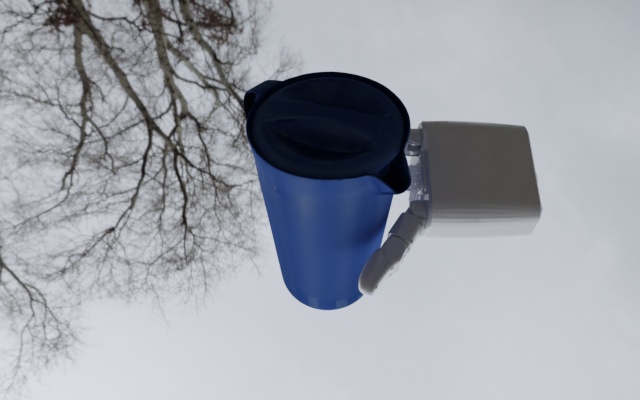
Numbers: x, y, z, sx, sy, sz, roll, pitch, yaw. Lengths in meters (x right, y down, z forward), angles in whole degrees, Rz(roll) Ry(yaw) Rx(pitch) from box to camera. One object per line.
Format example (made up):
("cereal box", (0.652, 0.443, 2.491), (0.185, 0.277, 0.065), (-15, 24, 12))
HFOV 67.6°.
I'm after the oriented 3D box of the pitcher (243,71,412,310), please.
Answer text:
("pitcher", (0.000, 0.002, 0.478), (0.145, 0.149, 0.243), (-1, -40, -1))
